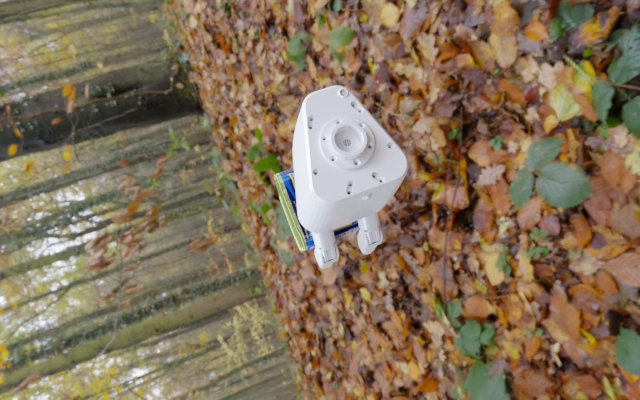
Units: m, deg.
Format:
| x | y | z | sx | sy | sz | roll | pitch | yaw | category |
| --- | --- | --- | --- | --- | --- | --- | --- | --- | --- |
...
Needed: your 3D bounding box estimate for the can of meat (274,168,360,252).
| x | y | z | sx | sy | sz | roll | pitch | yaw | category |
| --- | --- | --- | --- | --- | --- | --- | --- | --- | --- |
| 0.000 | 0.002 | 0.568 | 0.084 | 0.102 | 0.057 | -20 | -9 | -11 | can of meat |
